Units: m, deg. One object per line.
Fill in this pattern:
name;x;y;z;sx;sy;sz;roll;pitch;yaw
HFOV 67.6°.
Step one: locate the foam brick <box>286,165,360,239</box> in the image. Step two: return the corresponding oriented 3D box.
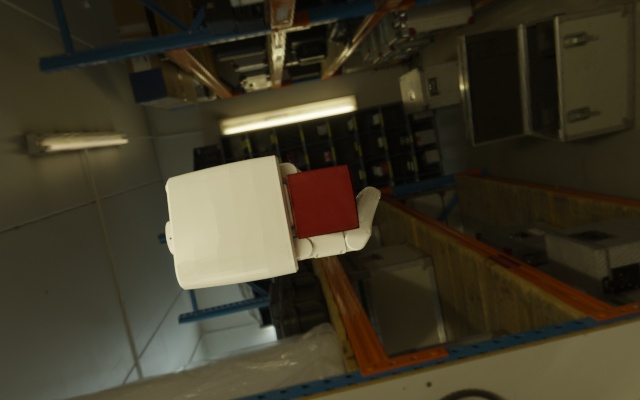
foam brick;0.000;0.001;0.408;0.051;0.053;0.078;-9;0;-4
